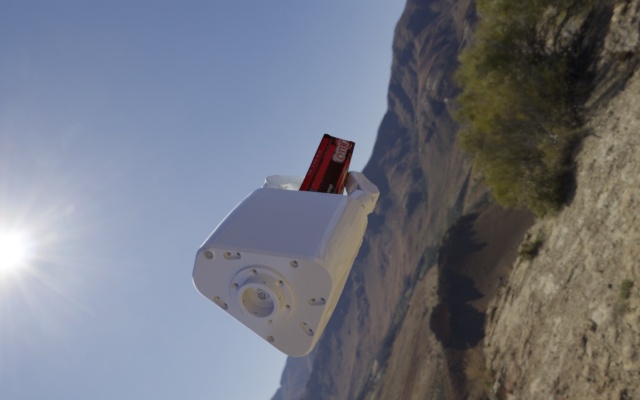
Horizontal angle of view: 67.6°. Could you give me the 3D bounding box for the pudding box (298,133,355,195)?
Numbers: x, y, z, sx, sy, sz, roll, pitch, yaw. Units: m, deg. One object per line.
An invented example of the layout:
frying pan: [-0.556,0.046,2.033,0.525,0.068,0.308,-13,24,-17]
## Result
pudding box: [0.000,0.002,0.493,0.039,0.090,0.114,20,-35,5]
